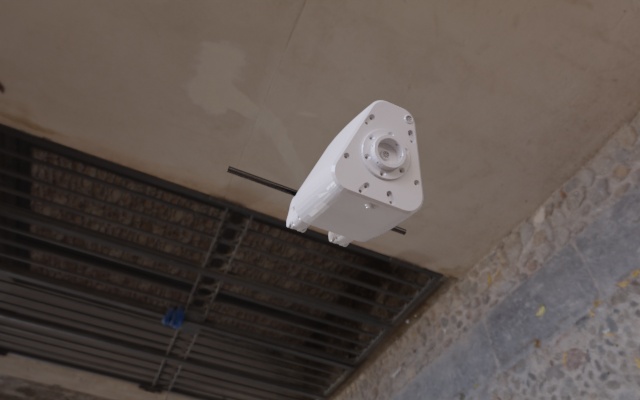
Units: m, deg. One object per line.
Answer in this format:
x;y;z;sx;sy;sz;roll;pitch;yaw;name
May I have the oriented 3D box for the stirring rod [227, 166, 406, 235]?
0.000;0.002;0.596;0.239;0.011;0.011;20;-5;-13;stirring rod
